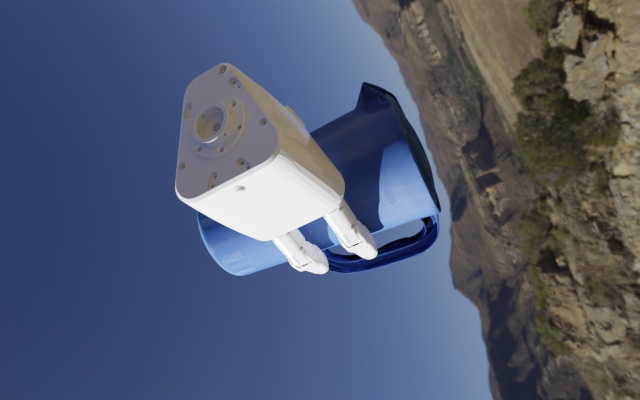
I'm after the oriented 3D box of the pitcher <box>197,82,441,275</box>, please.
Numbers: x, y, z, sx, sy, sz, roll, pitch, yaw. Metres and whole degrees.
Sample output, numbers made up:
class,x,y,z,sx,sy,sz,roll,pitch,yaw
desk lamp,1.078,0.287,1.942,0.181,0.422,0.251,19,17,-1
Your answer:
class,x,y,z,sx,sy,sz,roll,pitch,yaw
pitcher,0.000,0.002,0.513,0.243,0.149,0.145,-23,-27,17
